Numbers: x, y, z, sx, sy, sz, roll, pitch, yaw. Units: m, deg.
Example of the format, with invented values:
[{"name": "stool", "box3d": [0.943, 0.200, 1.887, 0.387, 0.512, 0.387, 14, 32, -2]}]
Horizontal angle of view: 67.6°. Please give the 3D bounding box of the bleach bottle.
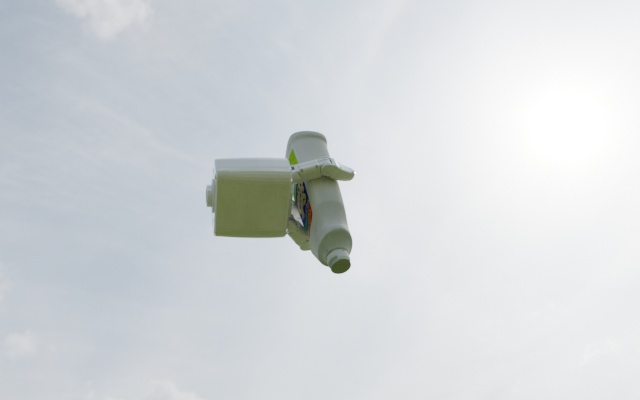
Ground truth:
[{"name": "bleach bottle", "box3d": [0.000, 0.002, 0.717, 0.068, 0.103, 0.250, 0, 39, -17]}]
